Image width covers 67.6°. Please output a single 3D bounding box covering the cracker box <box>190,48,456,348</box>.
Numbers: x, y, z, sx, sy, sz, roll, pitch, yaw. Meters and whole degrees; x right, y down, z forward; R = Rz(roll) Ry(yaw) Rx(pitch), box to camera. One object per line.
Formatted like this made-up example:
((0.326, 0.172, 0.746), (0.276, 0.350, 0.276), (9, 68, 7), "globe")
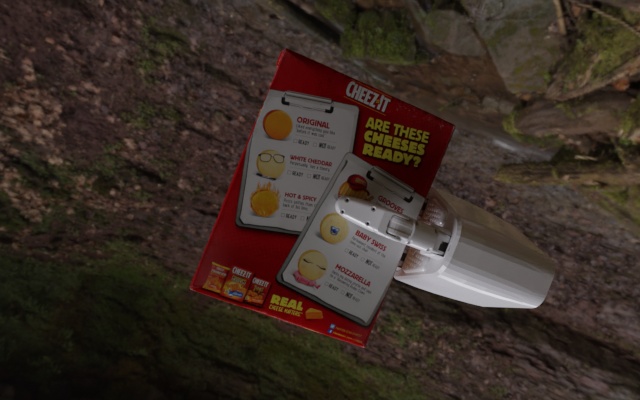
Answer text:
((0.000, 0.002, 0.432), (0.164, 0.213, 0.072), (21, 1, -12), "cracker box")
